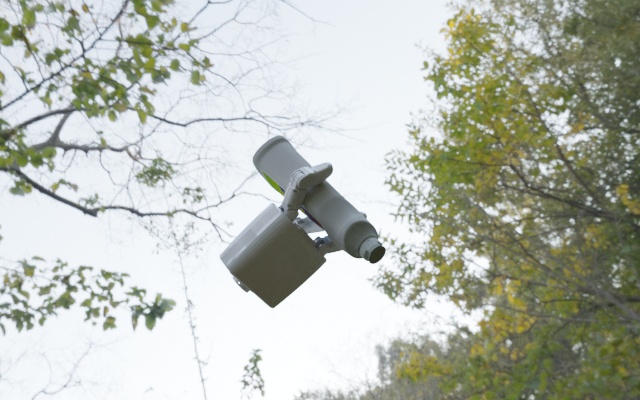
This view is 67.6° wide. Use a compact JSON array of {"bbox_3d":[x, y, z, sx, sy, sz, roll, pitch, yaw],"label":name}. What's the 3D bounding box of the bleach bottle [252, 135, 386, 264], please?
[{"bbox_3d":[0.000,0.002,0.680,0.250,0.068,0.103,42,-8,43],"label":"bleach bottle"}]
